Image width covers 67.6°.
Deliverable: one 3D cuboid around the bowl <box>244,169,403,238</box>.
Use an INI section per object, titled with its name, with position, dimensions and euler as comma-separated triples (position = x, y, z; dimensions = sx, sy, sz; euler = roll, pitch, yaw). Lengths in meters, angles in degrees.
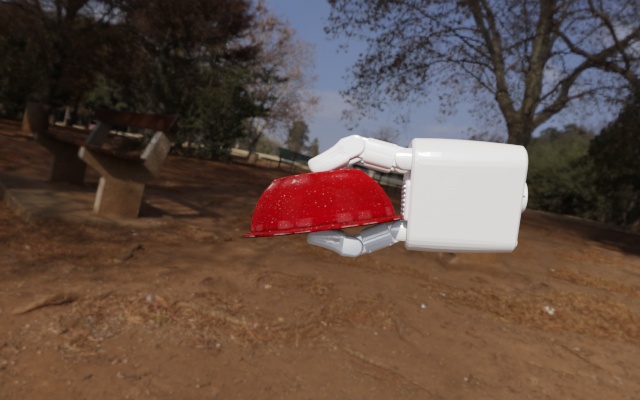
[bowl]
position = -0.001, 0.001, 0.487
dimensions = 0.162, 0.055, 0.162
euler = -7, -1, 0
